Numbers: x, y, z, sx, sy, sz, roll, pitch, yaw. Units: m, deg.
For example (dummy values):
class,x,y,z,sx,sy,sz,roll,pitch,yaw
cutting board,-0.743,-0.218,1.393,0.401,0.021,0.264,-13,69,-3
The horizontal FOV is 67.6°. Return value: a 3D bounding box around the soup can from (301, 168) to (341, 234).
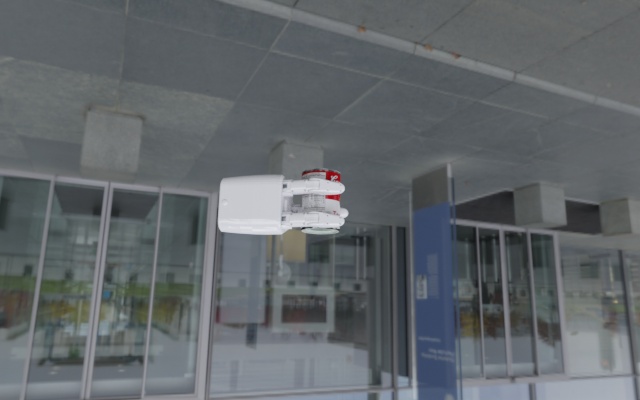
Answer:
class,x,y,z,sx,sy,sz,roll,pitch,yaw
soup can,0.001,0.003,0.817,0.068,0.102,0.068,1,-12,0
